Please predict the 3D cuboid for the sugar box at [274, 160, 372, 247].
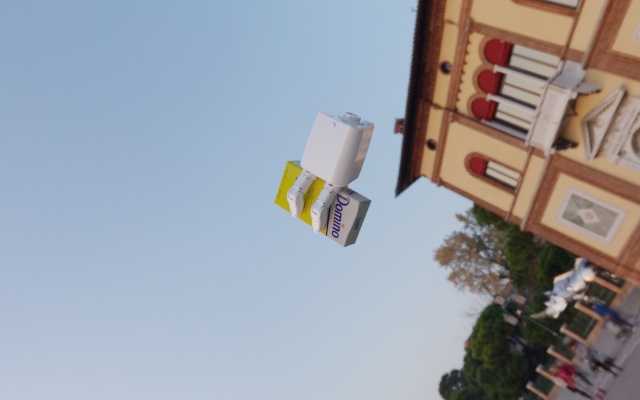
[{"bbox_3d":[0.000,0.003,0.883,0.176,0.093,0.048,31,23,31],"label":"sugar box"}]
